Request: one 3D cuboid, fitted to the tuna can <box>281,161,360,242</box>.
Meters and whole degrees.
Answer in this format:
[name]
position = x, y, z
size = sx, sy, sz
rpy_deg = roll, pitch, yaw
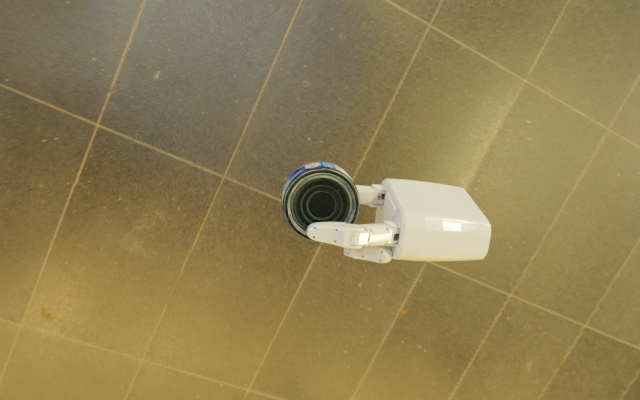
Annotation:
[tuna can]
position = 0.000, 0.002, 0.525
size = 0.086, 0.086, 0.033
rpy_deg = 0, 16, -5
